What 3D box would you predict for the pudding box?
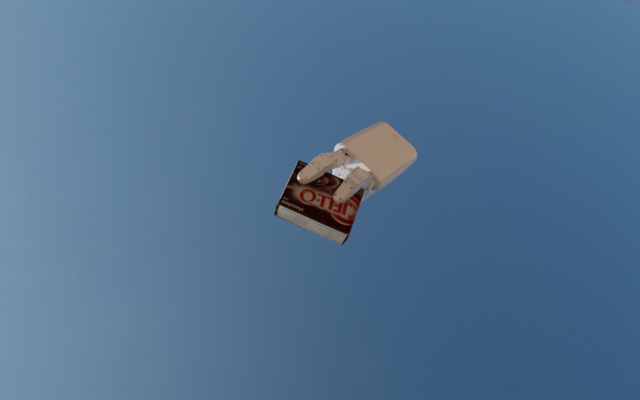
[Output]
[{"bbox_3d":[0.000,0.002,0.703,0.113,0.090,0.039,22,-38,0],"label":"pudding box"}]
